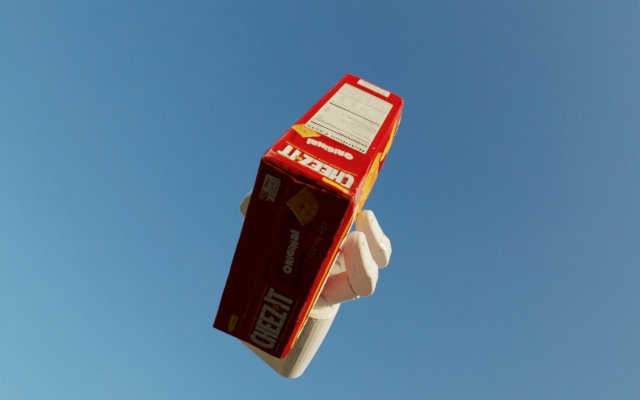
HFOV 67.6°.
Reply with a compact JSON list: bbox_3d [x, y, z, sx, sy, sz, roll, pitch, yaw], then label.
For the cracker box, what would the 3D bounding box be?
[{"bbox_3d":[0.000,0.001,0.415,0.072,0.164,0.213,24,33,5],"label":"cracker box"}]
